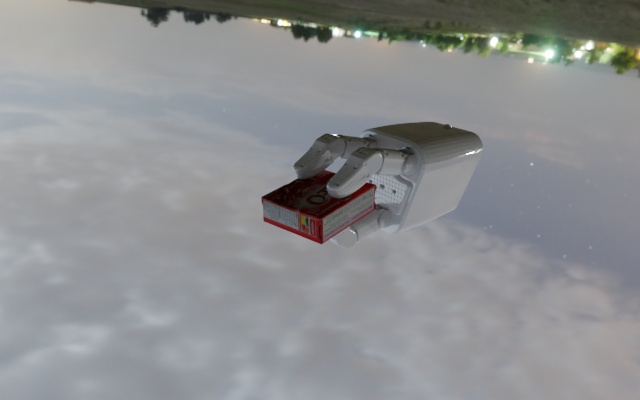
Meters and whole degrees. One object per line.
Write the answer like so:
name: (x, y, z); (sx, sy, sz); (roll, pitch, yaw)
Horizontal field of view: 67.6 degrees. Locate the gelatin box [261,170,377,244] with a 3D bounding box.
gelatin box: (0.000, 0.002, 0.458); (0.073, 0.030, 0.089); (19, 34, 35)
